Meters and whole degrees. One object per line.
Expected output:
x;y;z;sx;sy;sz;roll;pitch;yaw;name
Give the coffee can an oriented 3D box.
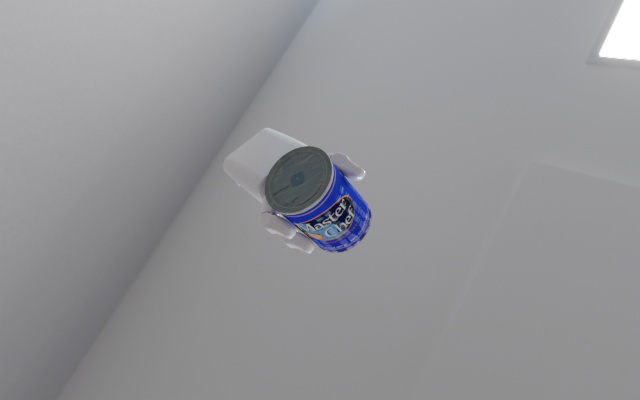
0.000;0.002;0.686;0.103;0.102;0.140;0;-27;30;coffee can
